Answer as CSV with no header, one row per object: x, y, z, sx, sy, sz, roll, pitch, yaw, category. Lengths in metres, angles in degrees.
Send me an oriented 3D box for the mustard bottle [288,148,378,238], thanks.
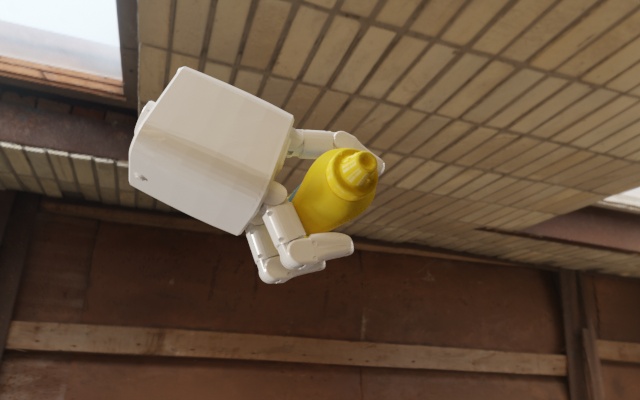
0.000,0.002,0.436,0.096,0.058,0.192,-44,0,-29,mustard bottle
